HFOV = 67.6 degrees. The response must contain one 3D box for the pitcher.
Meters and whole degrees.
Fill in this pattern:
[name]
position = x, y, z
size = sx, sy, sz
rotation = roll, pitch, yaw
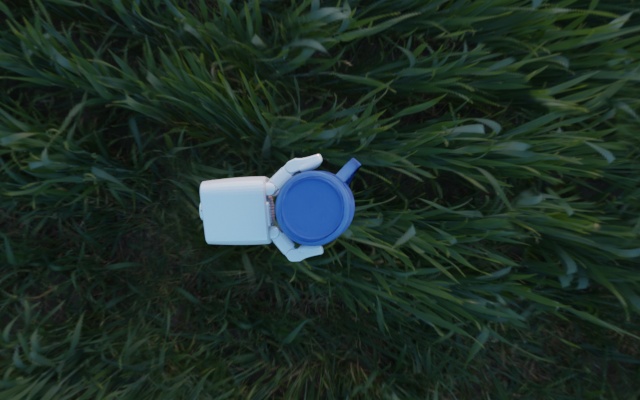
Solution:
[pitcher]
position = 0.000, 0.003, 0.790
size = 0.145, 0.149, 0.243
rotation = -2, 0, 2
